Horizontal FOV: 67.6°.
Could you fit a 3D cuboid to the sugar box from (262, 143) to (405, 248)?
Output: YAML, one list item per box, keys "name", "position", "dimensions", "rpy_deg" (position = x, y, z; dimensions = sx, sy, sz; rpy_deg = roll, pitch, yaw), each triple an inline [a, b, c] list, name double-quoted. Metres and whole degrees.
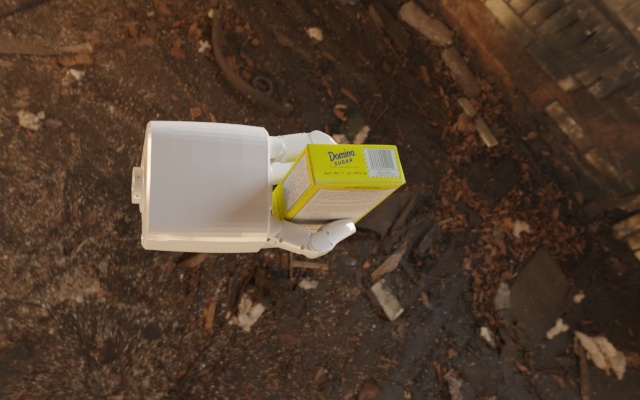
- name: "sugar box"
  position: [0.000, 0.001, 0.488]
  dimensions: [0.093, 0.048, 0.176]
  rpy_deg: [-1, -20, -25]
